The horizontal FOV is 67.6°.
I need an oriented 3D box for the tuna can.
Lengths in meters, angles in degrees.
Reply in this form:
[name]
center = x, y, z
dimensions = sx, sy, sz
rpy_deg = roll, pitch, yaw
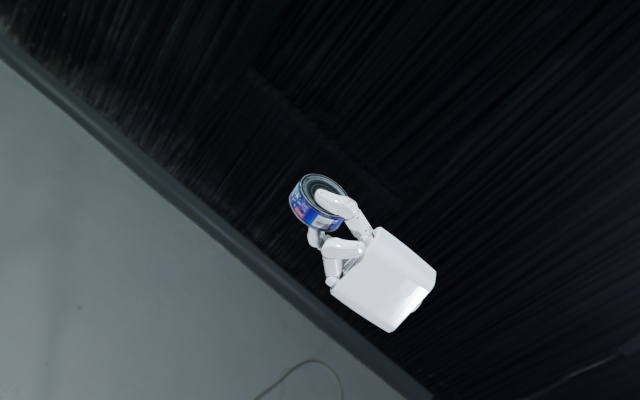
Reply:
[tuna can]
center = 0.000, 0.002, 0.689
dimensions = 0.086, 0.086, 0.034
rpy_deg = 0, -41, -39
